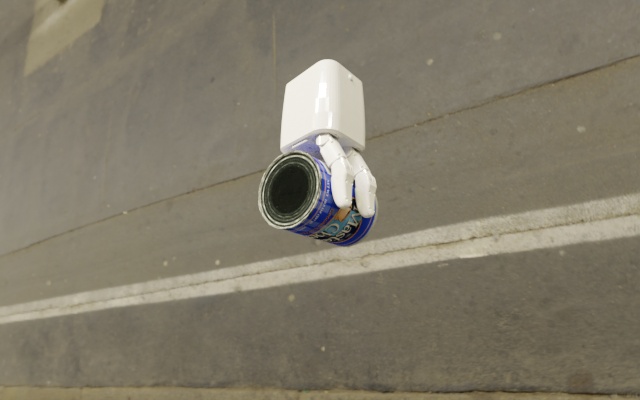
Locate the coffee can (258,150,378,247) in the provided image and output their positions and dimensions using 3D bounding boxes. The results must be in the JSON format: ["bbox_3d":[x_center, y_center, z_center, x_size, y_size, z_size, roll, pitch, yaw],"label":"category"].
[{"bbox_3d":[0.000,0.002,0.651,0.103,0.102,0.140,0,-14,37],"label":"coffee can"}]
